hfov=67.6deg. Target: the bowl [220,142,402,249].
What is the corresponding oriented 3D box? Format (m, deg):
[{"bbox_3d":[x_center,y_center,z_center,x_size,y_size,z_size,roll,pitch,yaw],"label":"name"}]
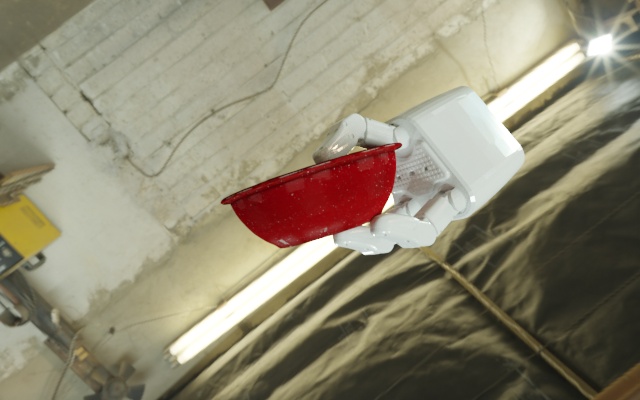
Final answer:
[{"bbox_3d":[-0.001,0.002,0.410,0.162,0.055,0.162,-17,0,0],"label":"bowl"}]
